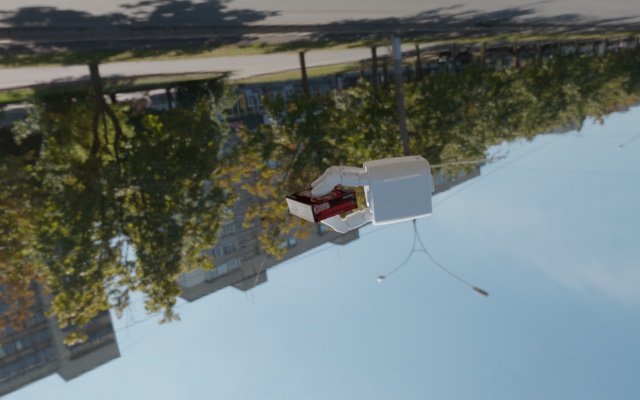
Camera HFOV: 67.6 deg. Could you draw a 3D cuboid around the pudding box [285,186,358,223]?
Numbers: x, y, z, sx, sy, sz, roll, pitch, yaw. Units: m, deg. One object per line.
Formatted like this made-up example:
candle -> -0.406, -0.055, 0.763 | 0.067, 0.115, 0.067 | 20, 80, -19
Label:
pudding box -> 0.000, 0.003, 0.859 | 0.090, 0.039, 0.113 | -17, 14, -25
